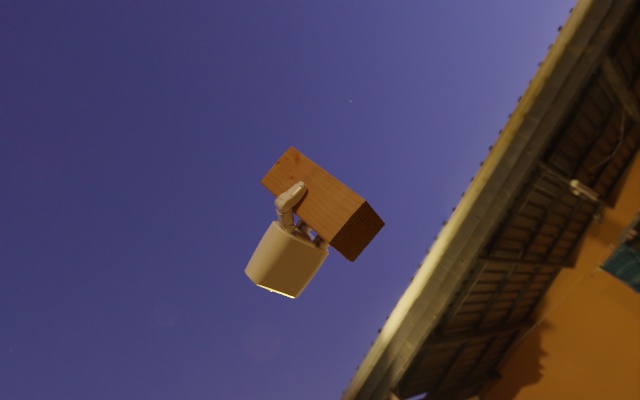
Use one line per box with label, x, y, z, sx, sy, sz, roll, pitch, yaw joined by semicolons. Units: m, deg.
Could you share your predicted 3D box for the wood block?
wood block;0.000;0.003;0.829;0.206;0.090;0.091;39;-3;39
